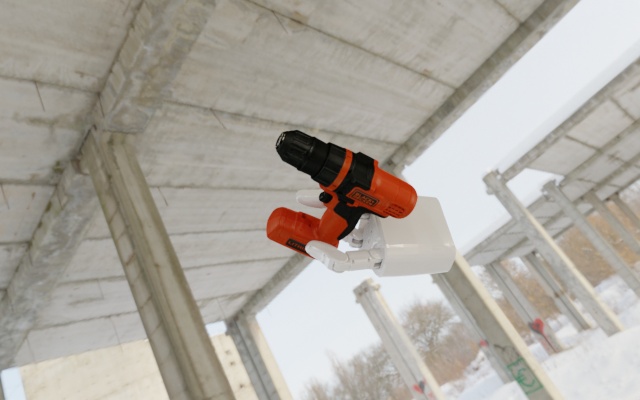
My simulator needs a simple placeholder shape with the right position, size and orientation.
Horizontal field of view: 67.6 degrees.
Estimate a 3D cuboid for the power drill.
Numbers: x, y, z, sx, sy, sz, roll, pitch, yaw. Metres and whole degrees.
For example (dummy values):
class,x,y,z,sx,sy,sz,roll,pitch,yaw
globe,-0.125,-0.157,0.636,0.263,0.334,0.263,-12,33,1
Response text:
class,x,y,z,sx,sy,sz,roll,pitch,yaw
power drill,0.000,0.002,0.609,0.184,0.057,0.188,26,-38,-16
